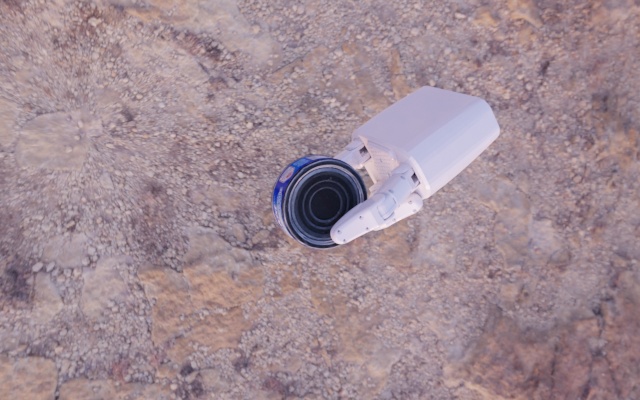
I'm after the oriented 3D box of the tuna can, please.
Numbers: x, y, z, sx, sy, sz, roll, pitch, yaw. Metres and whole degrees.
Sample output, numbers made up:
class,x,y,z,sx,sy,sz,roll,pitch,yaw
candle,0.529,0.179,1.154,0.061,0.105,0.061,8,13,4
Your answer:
class,x,y,z,sx,sy,sz,roll,pitch,yaw
tuna can,0.000,0.002,0.442,0.086,0.086,0.033,0,10,-22
